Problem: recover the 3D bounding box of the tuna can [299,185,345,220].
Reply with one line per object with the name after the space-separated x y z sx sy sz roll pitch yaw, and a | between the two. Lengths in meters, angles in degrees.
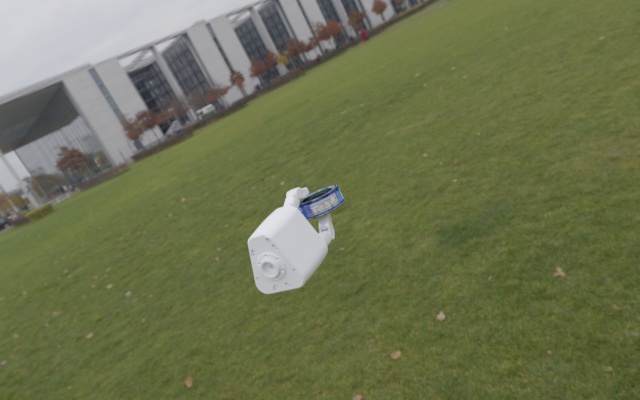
0.000 0.002 0.890 0.086 0.034 0.086 -24 10 5 | tuna can
